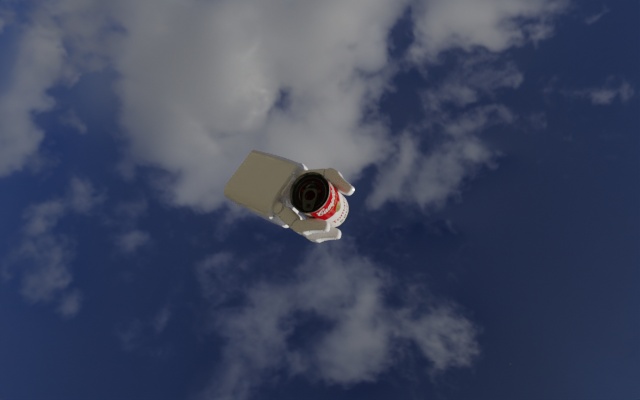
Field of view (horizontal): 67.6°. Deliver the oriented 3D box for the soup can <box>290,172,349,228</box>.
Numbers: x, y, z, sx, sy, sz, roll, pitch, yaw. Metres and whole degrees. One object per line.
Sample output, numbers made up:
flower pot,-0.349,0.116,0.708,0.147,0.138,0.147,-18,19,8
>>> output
soup can,0.001,0.003,0.786,0.068,0.068,0.102,0,-18,22
